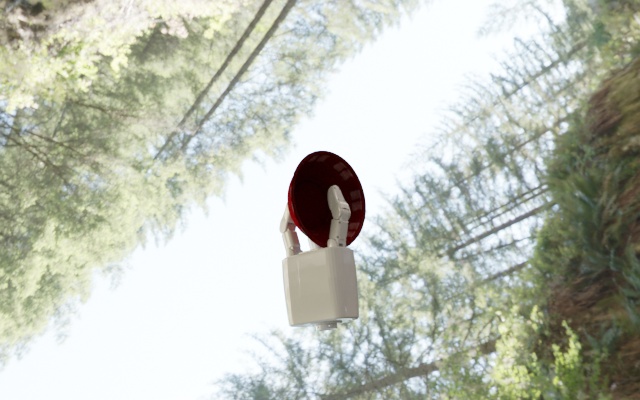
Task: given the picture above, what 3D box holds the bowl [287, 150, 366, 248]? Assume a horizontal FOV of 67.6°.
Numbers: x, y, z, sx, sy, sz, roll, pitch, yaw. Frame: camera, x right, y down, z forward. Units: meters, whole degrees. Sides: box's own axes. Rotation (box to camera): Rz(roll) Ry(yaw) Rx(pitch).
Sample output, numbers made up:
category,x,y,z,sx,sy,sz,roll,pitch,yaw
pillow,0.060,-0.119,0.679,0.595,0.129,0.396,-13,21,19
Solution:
category,x,y,z,sx,sy,sz,roll,pitch,yaw
bowl,0.000,0.001,0.778,0.162,0.162,0.055,0,-10,-42
